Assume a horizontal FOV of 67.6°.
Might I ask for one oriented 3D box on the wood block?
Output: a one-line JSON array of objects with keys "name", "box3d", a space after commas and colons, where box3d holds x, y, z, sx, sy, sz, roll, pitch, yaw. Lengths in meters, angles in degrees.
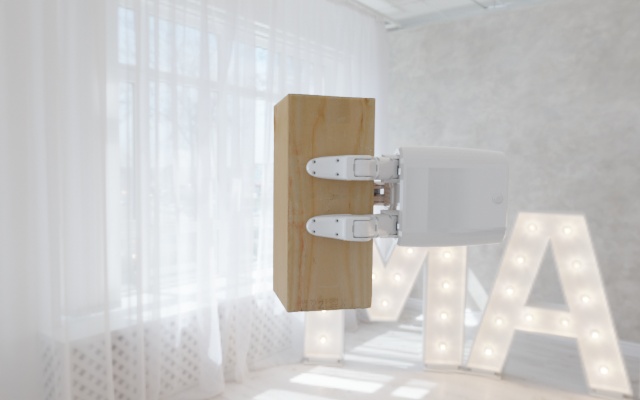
[{"name": "wood block", "box3d": [0.000, 0.001, 0.499, 0.090, 0.206, 0.091, 0, 4, -14]}]
